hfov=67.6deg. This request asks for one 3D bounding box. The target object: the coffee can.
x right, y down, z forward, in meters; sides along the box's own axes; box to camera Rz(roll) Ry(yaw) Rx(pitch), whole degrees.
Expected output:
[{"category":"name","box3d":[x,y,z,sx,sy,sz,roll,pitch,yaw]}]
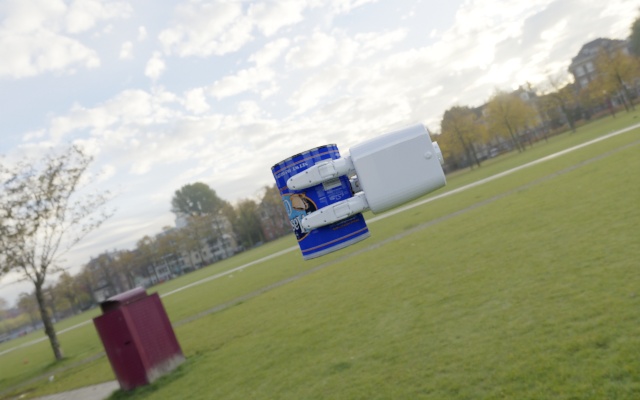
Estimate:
[{"category":"coffee can","box3d":[0.000,0.002,0.683,0.103,0.140,0.103,-20,-2,-1]}]
